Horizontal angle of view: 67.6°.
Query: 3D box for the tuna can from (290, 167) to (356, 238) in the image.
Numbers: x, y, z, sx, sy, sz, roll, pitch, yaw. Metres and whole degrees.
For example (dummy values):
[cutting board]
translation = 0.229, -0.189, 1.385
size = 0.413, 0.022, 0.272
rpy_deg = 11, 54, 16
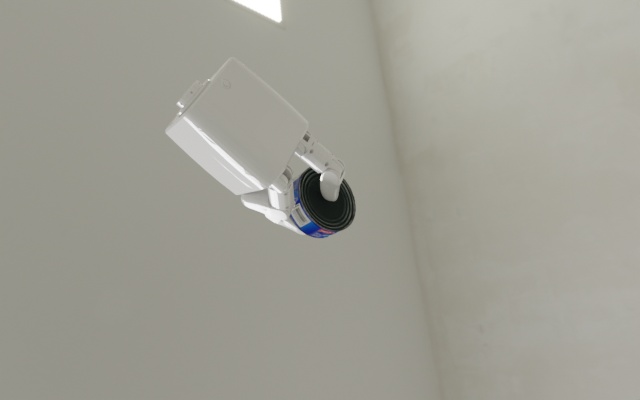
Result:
[tuna can]
translation = 0.000, 0.002, 0.582
size = 0.086, 0.086, 0.034
rpy_deg = 0, -21, -41
